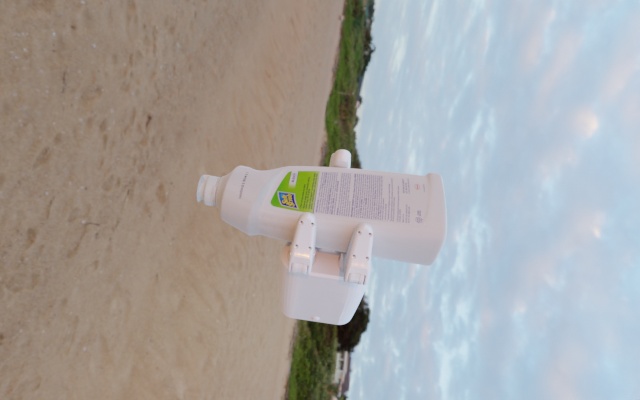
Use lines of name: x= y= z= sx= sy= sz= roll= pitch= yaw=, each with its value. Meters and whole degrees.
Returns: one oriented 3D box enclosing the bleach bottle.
bleach bottle: x=0.000 y=0.002 z=0.503 sx=0.251 sy=0.102 sz=0.068 roll=9 pitch=-44 yaw=-1
